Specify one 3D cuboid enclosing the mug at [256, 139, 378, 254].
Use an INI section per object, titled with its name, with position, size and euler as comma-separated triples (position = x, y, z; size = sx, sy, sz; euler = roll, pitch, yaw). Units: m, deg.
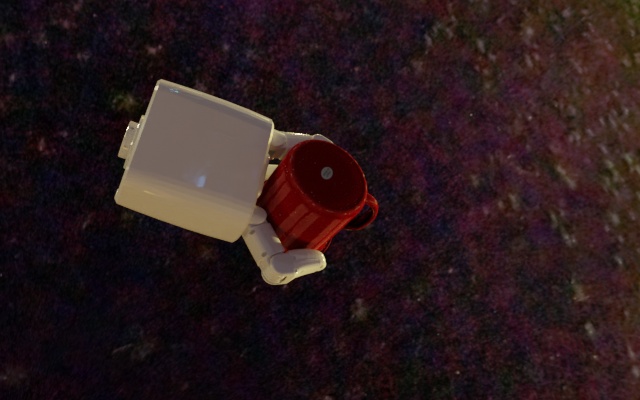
[mug]
position = 0.001, 0.002, 0.445
size = 0.117, 0.093, 0.081
euler = 18, -38, -21
